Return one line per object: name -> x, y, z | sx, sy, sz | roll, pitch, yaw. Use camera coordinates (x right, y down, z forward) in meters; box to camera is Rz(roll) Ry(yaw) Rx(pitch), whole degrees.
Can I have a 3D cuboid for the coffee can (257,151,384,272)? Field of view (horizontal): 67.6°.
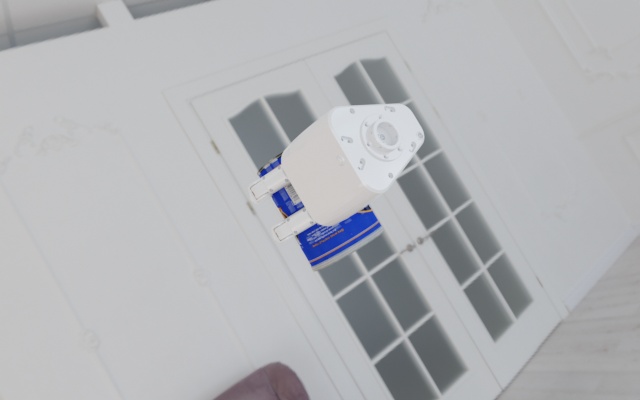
coffee can -> 0.000, 0.002, 0.594 | 0.103, 0.140, 0.103 | -30, -2, -1
